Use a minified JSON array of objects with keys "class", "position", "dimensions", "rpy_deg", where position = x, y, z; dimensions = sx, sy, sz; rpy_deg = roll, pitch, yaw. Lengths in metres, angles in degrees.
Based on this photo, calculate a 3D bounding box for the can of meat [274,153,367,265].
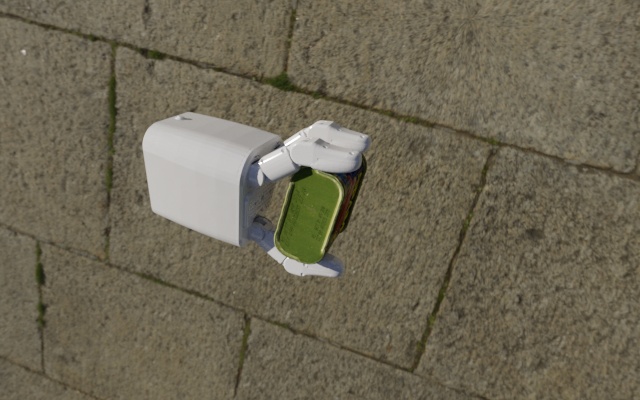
[{"class":"can of meat","position":[0.000,0.002,0.466],"dimensions":[0.057,0.102,0.084],"rpy_deg":[22,25,9]}]
